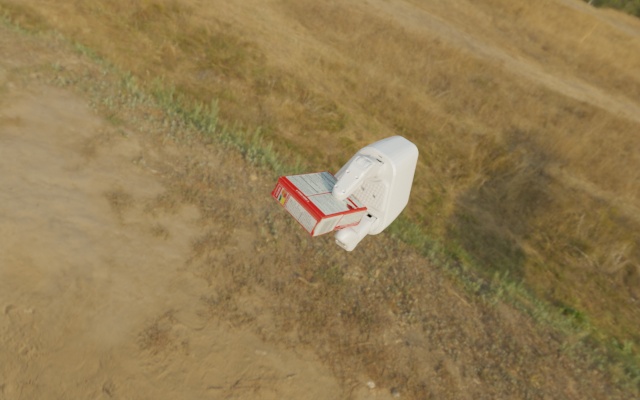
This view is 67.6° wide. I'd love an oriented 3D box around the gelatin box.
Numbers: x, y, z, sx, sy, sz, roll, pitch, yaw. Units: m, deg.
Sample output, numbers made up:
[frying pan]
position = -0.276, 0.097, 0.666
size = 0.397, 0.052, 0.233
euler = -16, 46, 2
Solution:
[gelatin box]
position = 0.000, 0.001, 0.542
size = 0.073, 0.030, 0.089
euler = 44, 31, 26
